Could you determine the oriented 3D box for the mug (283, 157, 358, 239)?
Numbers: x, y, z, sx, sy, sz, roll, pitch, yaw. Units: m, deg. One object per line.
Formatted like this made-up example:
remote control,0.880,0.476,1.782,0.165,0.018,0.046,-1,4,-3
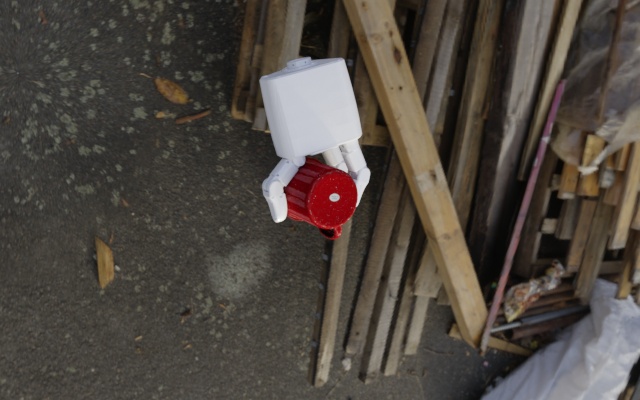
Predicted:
mug,0.001,0.004,0.657,0.093,0.117,0.081,-26,24,-24
